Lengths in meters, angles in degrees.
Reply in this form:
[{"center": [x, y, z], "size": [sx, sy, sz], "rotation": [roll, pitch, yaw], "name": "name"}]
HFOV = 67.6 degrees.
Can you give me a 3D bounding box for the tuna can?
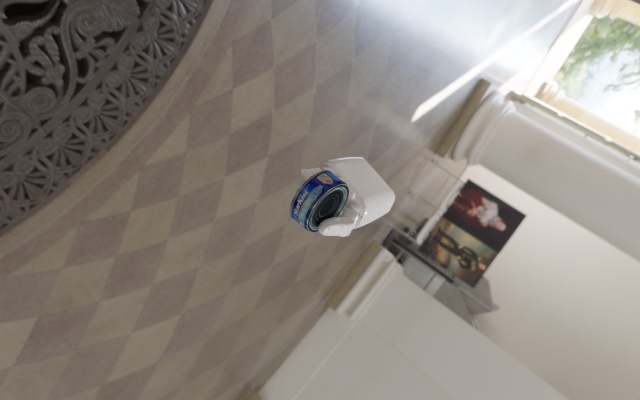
[{"center": [0.000, 0.003, 0.663], "size": [0.033, 0.086, 0.086], "rotation": [39, 19, 26], "name": "tuna can"}]
